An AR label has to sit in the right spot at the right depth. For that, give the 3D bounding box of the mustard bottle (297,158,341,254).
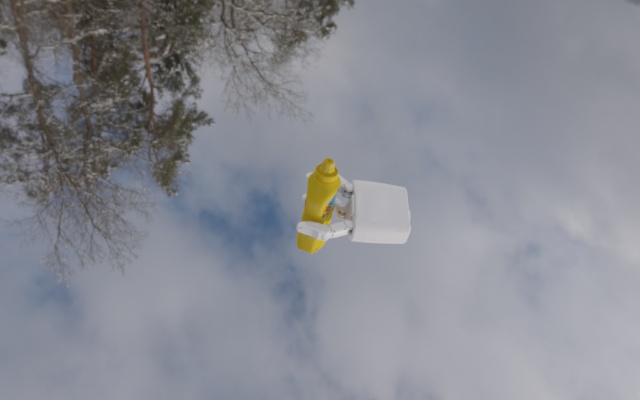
[{"bbox_3d":[0.000,0.003,0.882,0.058,0.192,0.096,21,42,10],"label":"mustard bottle"}]
